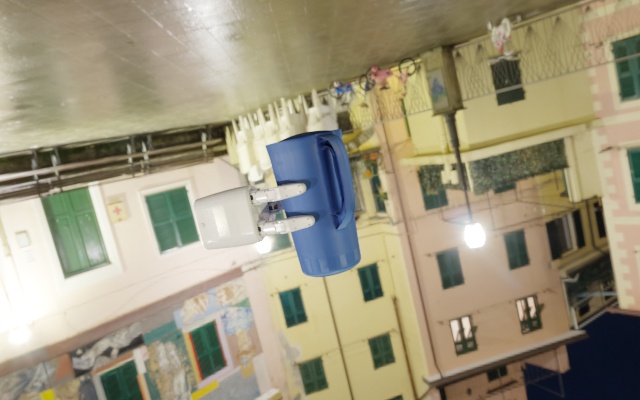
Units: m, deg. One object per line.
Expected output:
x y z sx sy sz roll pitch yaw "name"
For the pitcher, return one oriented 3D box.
0.000 0.003 0.818 0.145 0.243 0.149 -12 6 13 "pitcher"
